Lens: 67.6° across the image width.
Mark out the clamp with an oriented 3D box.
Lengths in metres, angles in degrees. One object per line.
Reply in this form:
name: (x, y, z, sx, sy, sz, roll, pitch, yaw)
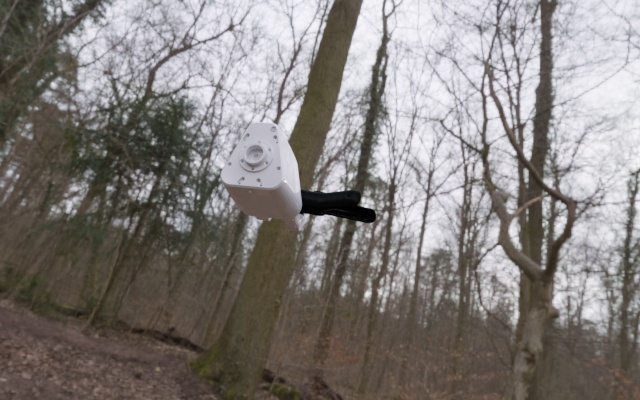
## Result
clamp: (0.000, 0.002, 0.757, 0.171, 0.039, 0.120, 6, -21, 12)
